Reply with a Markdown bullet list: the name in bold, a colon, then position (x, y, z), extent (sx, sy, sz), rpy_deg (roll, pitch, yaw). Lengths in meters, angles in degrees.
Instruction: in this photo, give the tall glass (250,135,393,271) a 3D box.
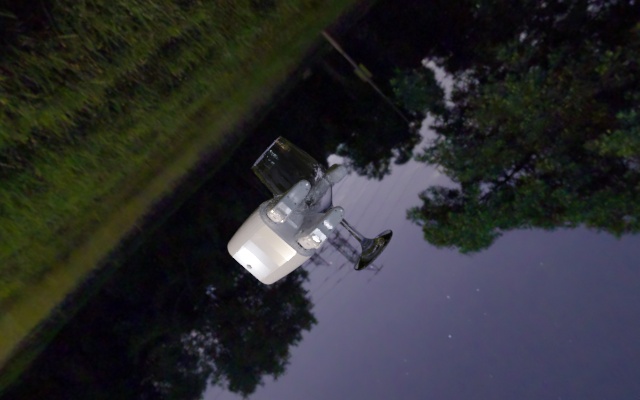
- **tall glass**: position (0.001, 0.002, 0.646), extent (0.201, 0.079, 0.079), rpy_deg (43, -6, -7)
